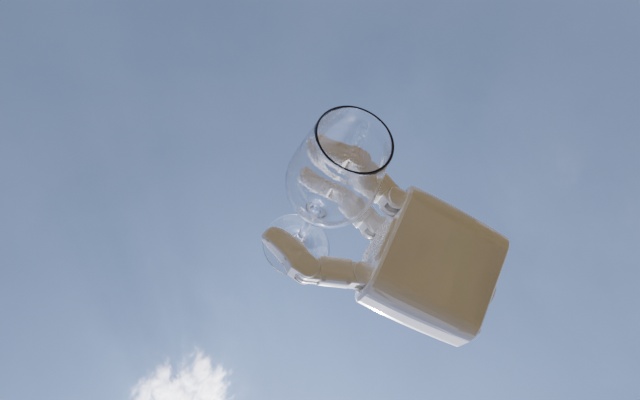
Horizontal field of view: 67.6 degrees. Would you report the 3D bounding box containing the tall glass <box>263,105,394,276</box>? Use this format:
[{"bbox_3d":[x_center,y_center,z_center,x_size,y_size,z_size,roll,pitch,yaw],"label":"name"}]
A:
[{"bbox_3d":[0.000,0.002,0.434,0.079,0.079,0.201,0,-28,-17],"label":"tall glass"}]
